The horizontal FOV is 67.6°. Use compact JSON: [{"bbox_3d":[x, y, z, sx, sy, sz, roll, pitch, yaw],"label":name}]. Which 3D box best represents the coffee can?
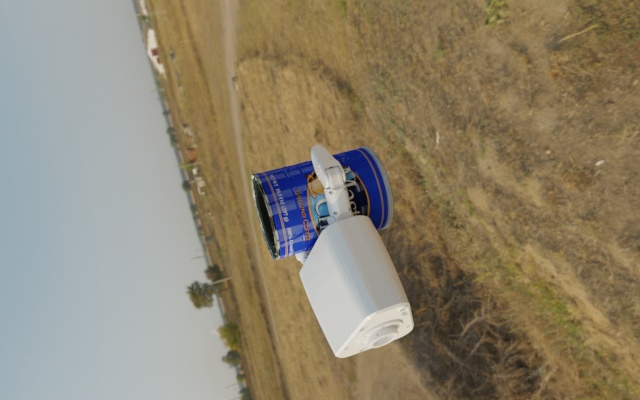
[{"bbox_3d":[0.000,0.002,0.560,0.140,0.103,0.103,-15,4,-14],"label":"coffee can"}]
